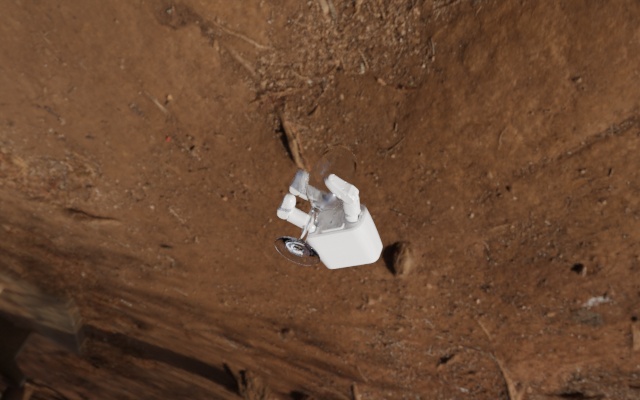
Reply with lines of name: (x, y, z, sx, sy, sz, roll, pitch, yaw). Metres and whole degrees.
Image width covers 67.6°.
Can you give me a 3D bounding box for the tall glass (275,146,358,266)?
tall glass: (0.000, 0.003, 0.774, 0.079, 0.201, 0.079, 17, -33, 12)
